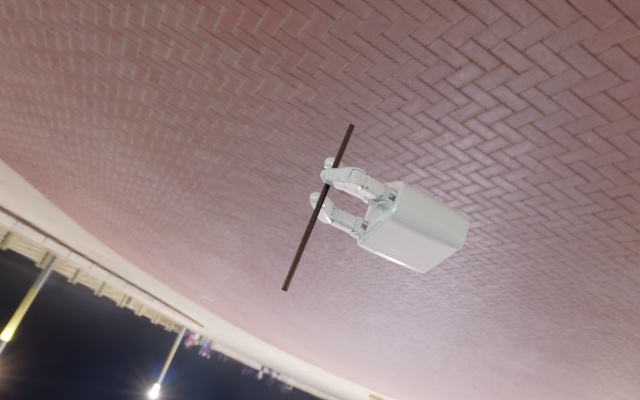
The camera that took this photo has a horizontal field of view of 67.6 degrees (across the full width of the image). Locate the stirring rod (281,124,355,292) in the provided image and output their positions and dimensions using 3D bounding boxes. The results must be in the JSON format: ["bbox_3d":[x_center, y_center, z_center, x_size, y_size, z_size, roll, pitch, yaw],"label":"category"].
[{"bbox_3d":[0.000,0.002,0.605,0.011,0.239,0.011,19,-21,8],"label":"stirring rod"}]
